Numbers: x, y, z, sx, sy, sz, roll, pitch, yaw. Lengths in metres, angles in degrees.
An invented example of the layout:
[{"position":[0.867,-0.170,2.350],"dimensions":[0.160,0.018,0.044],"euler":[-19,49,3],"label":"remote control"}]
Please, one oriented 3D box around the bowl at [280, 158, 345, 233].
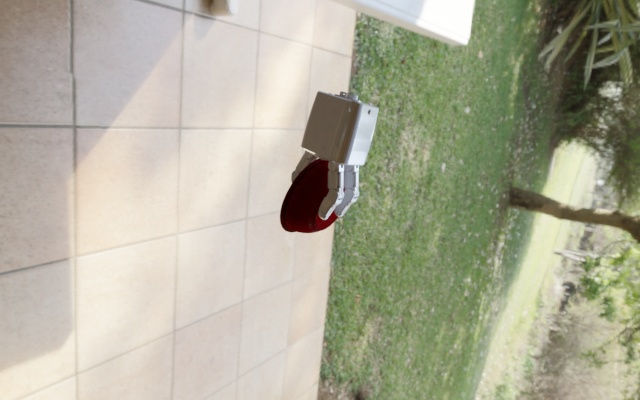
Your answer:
[{"position":[0.000,0.004,0.878],"dimensions":[0.055,0.162,0.162],"euler":[34,16,26],"label":"bowl"}]
